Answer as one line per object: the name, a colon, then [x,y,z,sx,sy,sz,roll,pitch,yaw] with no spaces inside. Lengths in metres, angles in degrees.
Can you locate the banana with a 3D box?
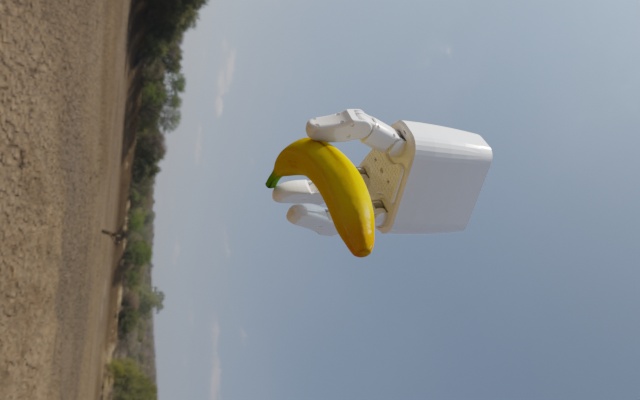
banana: [0.001,-0.017,0.431,0.037,0.070,0.197,1,17,-27]
